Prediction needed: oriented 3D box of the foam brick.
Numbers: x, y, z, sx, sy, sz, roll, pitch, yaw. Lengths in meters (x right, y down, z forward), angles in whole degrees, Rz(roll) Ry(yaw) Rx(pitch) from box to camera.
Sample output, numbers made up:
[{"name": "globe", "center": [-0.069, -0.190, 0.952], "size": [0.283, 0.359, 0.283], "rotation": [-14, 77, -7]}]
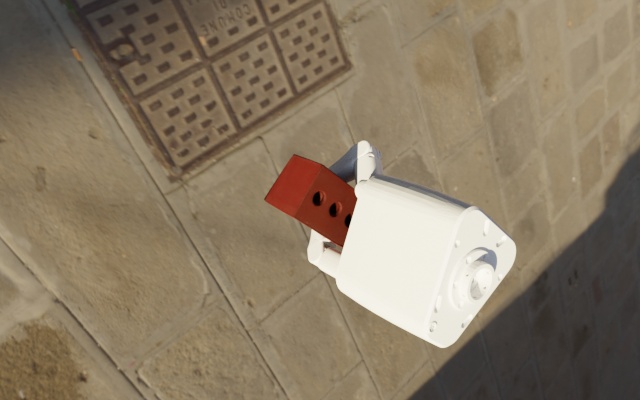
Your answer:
[{"name": "foam brick", "center": [0.000, 0.001, 0.441], "size": [0.078, 0.053, 0.051], "rotation": [33, -4, -37]}]
